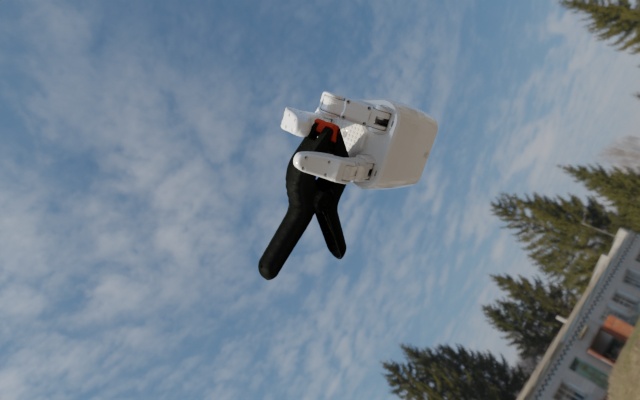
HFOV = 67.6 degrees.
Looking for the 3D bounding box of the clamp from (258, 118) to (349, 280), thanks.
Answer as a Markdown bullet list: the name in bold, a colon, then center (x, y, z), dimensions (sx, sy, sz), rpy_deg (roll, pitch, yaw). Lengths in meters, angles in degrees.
- **clamp**: center (0.000, 0.001, 0.512), dimensions (0.039, 0.171, 0.120), rpy_deg (28, 18, 34)
